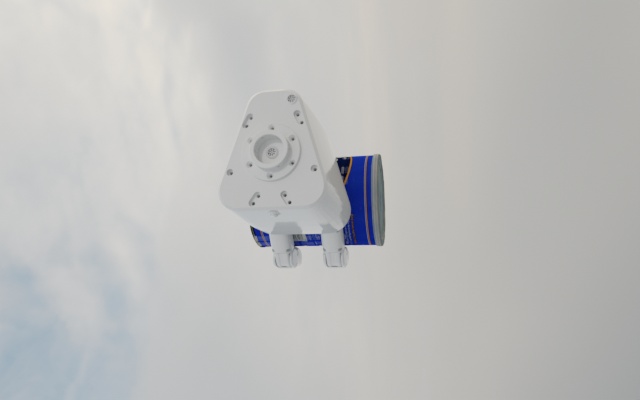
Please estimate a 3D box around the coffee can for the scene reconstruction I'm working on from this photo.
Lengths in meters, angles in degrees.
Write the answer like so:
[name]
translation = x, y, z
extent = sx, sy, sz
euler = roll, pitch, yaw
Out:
[coffee can]
translation = 0.000, 0.002, 0.544
extent = 0.140, 0.103, 0.103
euler = -2, 0, 11
